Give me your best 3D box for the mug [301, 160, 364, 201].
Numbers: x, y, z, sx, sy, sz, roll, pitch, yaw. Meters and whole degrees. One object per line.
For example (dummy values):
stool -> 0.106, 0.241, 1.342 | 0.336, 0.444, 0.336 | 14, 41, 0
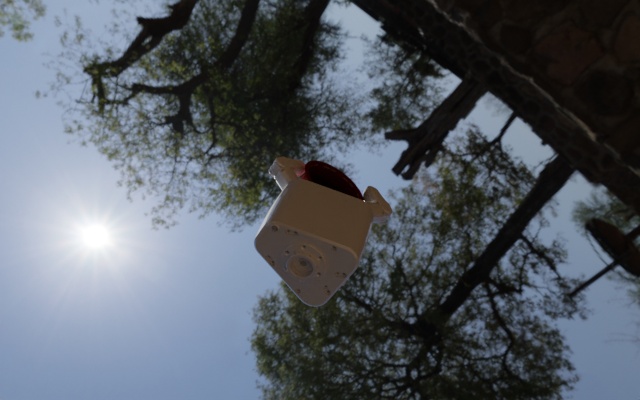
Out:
mug -> 0.000, 0.002, 0.650 | 0.093, 0.081, 0.117 | 35, 28, -5
